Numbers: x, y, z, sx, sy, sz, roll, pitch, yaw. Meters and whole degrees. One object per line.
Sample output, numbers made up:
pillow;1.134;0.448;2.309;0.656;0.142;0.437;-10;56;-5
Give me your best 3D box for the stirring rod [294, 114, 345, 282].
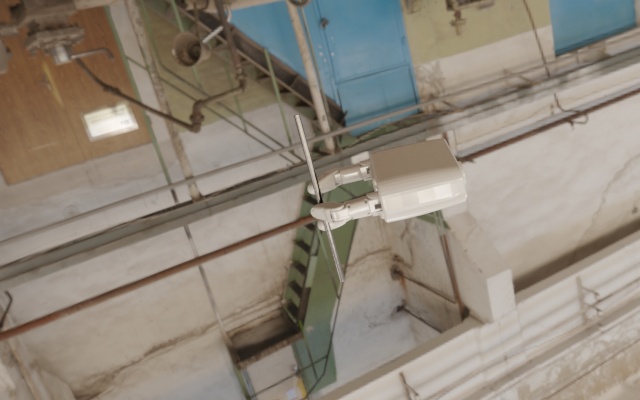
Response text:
stirring rod;0.000;0.002;0.643;0.011;0.239;0.011;-14;16;4
